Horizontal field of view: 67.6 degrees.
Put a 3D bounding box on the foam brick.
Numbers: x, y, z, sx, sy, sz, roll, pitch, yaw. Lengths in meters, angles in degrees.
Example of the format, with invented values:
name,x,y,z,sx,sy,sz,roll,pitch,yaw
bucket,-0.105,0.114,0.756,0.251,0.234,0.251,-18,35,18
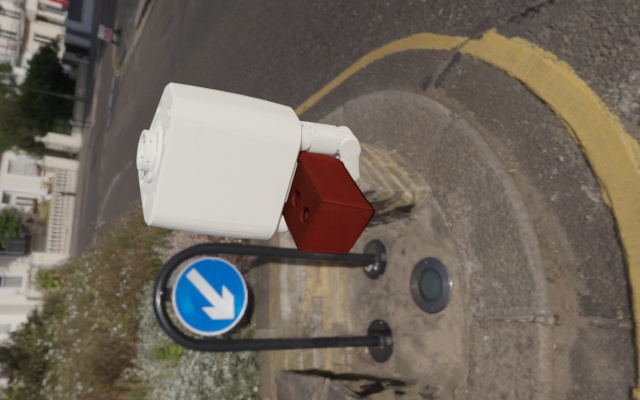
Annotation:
name,x,y,z,sx,sy,sz,roll,pitch,yaw
foam brick,0.000,0.001,0.412,0.051,0.053,0.078,8,34,-32
